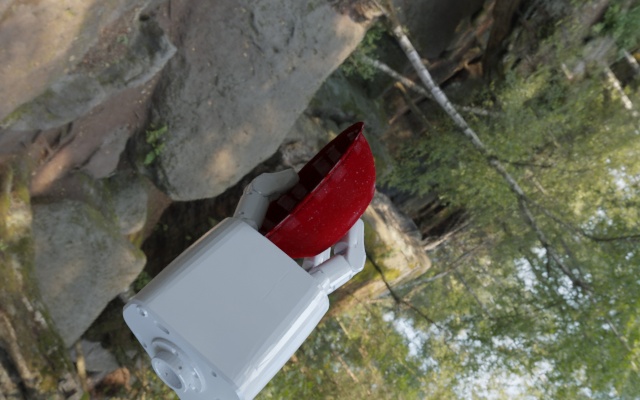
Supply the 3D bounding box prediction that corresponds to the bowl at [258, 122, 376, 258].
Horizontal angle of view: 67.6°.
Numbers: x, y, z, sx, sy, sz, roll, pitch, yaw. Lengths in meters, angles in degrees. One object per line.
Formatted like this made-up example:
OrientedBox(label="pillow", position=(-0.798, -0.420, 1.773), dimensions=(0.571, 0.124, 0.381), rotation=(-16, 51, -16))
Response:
OrientedBox(label="bowl", position=(0.001, 0.001, 0.453), dimensions=(0.055, 0.162, 0.162), rotation=(43, -10, -11))
